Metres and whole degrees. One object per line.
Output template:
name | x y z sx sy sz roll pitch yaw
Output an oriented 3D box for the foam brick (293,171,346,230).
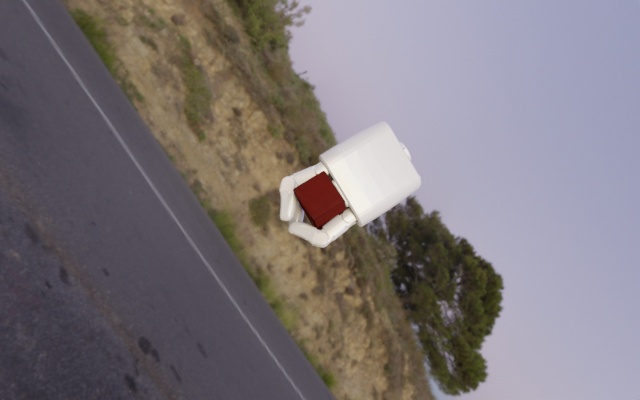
foam brick | 0.000 0.002 0.658 0.051 0.053 0.078 -31 -14 -4
